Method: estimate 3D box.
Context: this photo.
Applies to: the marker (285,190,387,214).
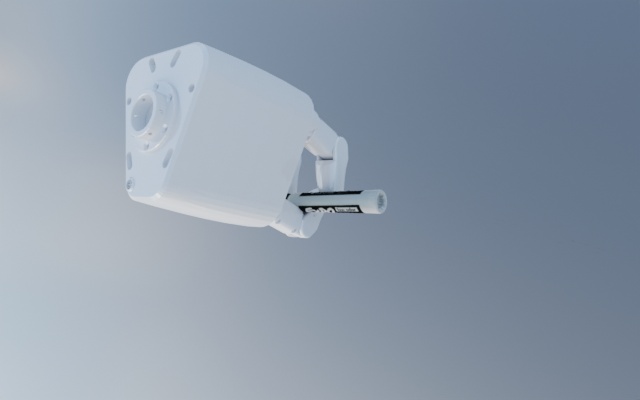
[{"bbox_3d":[0.000,0.001,0.411,0.121,0.020,0.020,0,0,38],"label":"marker"}]
